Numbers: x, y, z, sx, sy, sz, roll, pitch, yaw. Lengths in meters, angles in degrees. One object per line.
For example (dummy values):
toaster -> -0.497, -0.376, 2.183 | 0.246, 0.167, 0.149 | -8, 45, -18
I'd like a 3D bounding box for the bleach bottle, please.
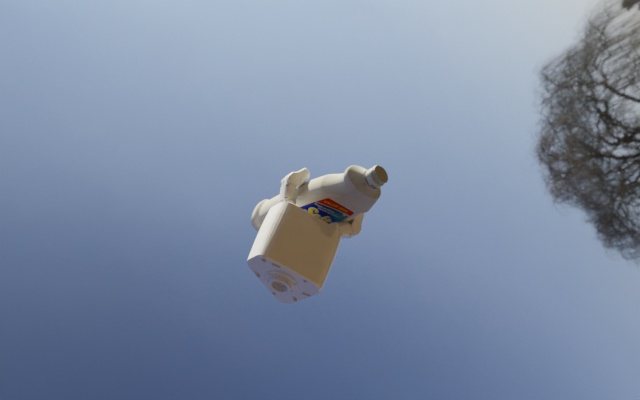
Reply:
bleach bottle -> 0.000, 0.003, 0.775 | 0.102, 0.068, 0.251 | 42, -46, -21
